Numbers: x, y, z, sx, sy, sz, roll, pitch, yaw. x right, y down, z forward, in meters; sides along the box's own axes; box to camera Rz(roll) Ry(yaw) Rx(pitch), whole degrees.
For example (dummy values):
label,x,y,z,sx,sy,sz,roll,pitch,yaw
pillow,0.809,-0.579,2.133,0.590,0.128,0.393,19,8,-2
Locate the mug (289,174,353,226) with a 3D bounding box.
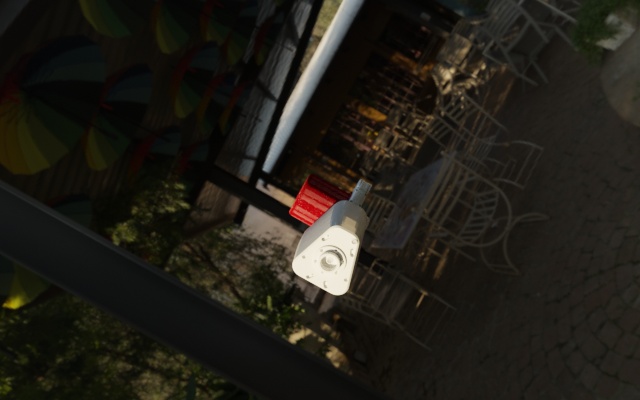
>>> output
label,x,y,z,sx,sy,sz,roll,pitch,yaw
mug,0.000,0.002,0.844,0.081,0.093,0.117,29,19,-2
